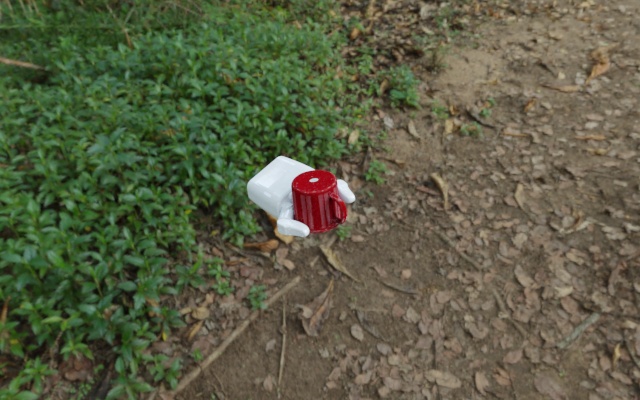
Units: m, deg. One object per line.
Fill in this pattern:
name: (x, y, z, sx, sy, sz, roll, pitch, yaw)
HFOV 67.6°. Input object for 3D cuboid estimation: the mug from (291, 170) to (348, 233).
mug: (0.001, 0.003, 0.841, 0.093, 0.082, 0.117, -31, 41, -32)
